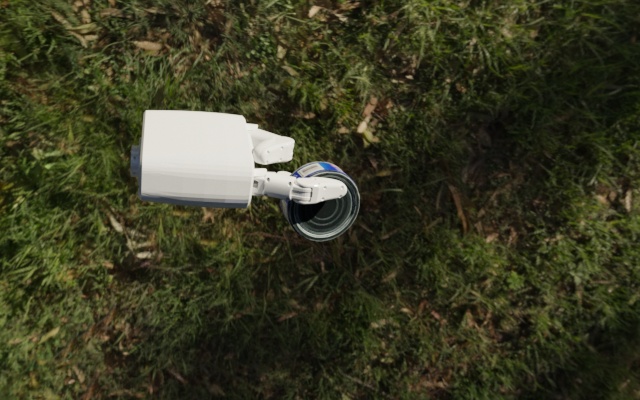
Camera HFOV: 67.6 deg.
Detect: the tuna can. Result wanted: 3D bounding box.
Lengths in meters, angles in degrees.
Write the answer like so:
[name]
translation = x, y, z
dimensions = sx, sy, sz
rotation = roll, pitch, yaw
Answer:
[tuna can]
translation = 0.000, 0.002, 0.535
dimensions = 0.086, 0.086, 0.033
rotation = 0, 21, -21
